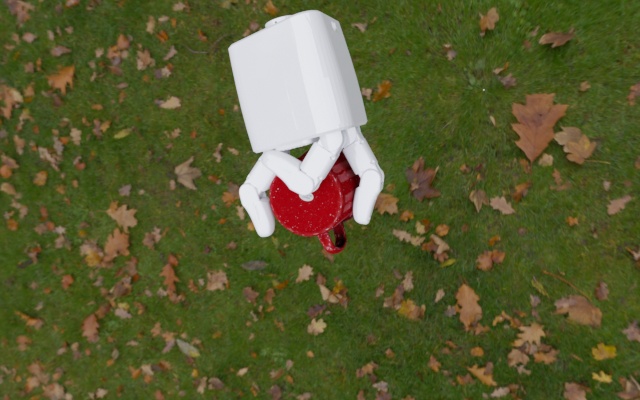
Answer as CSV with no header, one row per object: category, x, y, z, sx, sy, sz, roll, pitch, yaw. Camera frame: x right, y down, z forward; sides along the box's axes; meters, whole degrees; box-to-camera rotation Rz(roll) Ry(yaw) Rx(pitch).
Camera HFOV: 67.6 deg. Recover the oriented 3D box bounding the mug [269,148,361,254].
mug,0.000,0.003,0.513,0.093,0.117,0.081,-14,7,21
